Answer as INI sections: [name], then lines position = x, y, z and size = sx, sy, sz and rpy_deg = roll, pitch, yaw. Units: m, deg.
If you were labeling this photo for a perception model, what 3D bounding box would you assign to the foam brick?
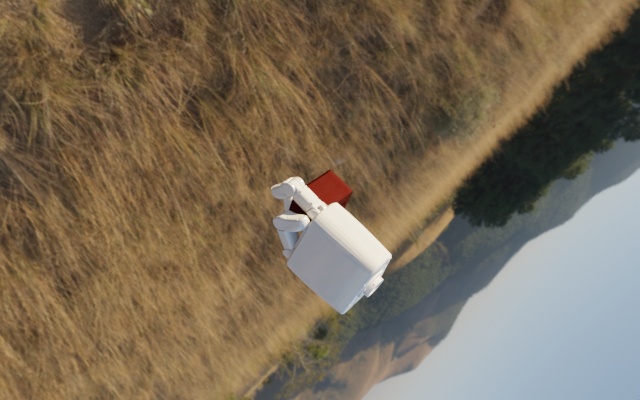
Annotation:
[foam brick]
position = 0.000, 0.002, 0.701
size = 0.078, 0.051, 0.053
rpy_deg = -35, -22, -37
